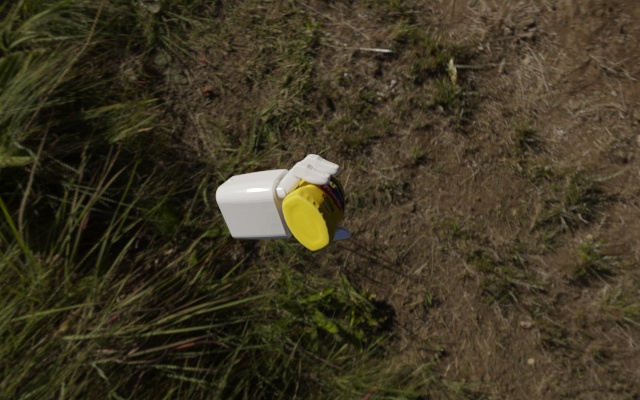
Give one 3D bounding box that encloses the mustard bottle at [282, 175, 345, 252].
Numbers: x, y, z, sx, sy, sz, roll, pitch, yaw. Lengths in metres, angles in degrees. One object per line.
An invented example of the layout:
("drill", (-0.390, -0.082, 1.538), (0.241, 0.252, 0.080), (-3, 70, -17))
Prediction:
("mustard bottle", (0.000, 0.003, 0.792), (0.058, 0.096, 0.191), (-30, 11, 22))
